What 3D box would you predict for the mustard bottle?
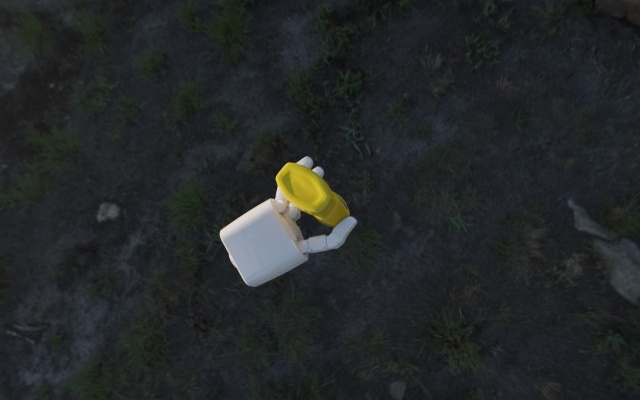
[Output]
[{"bbox_3d":[0.000,0.002,0.784,0.096,0.058,0.192,37,-1,22],"label":"mustard bottle"}]
